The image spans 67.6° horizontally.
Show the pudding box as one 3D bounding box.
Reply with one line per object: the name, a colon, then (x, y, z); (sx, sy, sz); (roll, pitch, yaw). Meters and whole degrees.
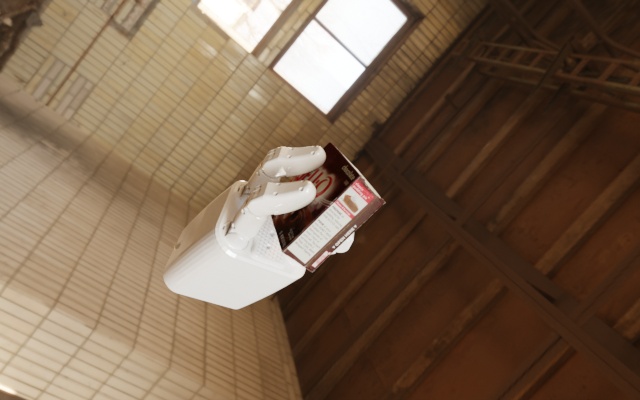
pudding box: (0.000, 0.002, 0.434); (0.039, 0.090, 0.113); (42, 7, -25)
